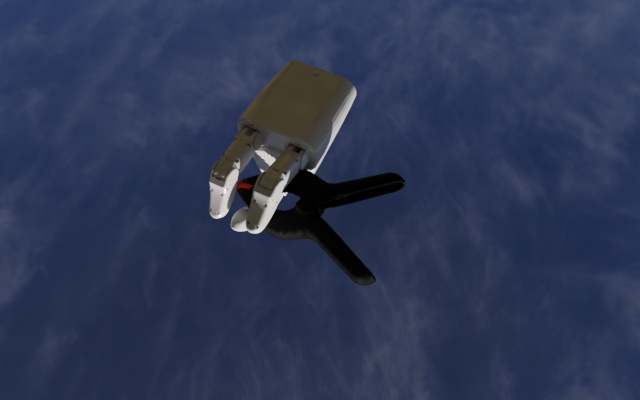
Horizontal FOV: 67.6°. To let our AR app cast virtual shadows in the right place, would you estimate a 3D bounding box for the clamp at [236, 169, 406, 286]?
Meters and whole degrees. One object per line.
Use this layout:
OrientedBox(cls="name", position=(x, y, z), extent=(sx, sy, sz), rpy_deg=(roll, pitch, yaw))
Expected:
OrientedBox(cls="clamp", position=(0.000, 0.002, 0.489), extent=(0.171, 0.120, 0.039), rpy_deg=(24, -27, 15))
